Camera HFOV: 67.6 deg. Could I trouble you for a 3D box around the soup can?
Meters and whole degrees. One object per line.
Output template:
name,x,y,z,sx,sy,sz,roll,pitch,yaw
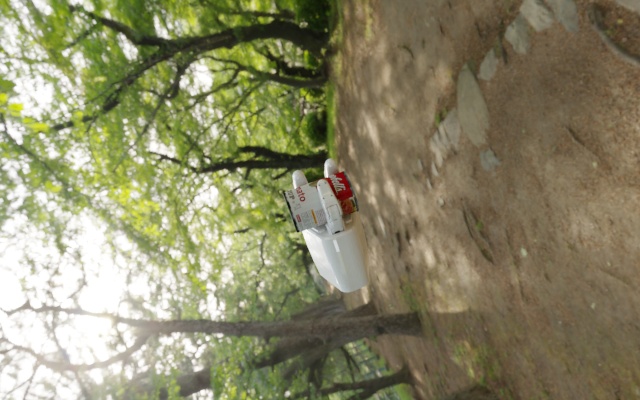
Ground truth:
soup can,0.000,0.002,0.741,0.102,0.068,0.068,-20,1,-4
